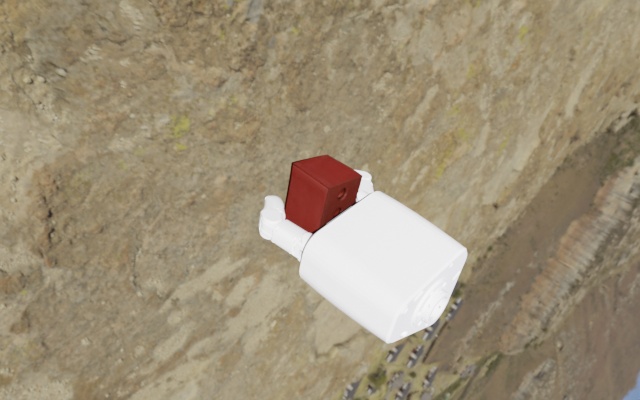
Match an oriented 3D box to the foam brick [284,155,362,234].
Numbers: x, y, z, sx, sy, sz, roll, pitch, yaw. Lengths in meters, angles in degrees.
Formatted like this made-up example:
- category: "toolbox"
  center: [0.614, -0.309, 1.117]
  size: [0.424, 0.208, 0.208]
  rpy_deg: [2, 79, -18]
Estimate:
- category: "foam brick"
  center: [0.000, 0.001, 0.478]
  size: [0.051, 0.078, 0.053]
  rpy_deg: [34, 36, 33]
